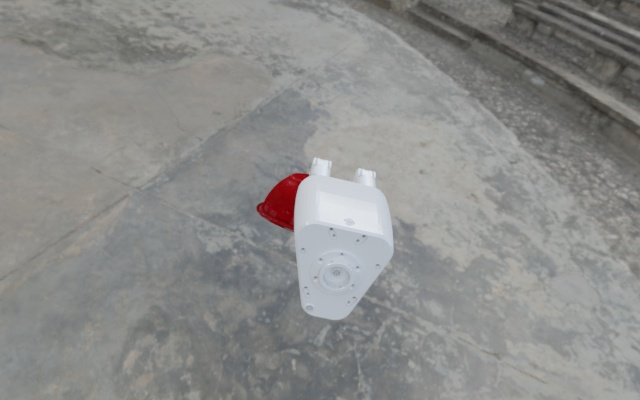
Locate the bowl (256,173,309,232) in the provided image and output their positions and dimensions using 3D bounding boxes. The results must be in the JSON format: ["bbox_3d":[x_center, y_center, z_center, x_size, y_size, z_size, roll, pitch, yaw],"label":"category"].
[{"bbox_3d":[0.000,0.001,0.631,0.162,0.055,0.162,13,11,-3],"label":"bowl"}]
